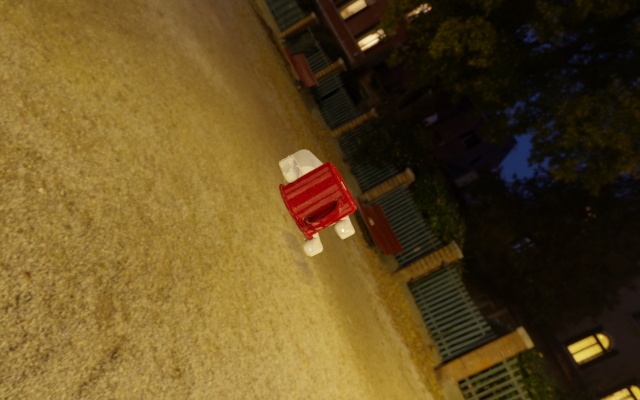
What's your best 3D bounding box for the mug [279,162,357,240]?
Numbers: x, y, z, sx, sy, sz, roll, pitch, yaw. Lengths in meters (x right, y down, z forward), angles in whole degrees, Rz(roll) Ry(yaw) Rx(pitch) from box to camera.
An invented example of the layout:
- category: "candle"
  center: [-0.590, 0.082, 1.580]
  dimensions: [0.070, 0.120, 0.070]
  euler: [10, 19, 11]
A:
- category: "mug"
  center: [0.000, 0.003, 0.673]
  dimensions: [0.081, 0.093, 0.117]
  euler: [-30, 24, 7]
